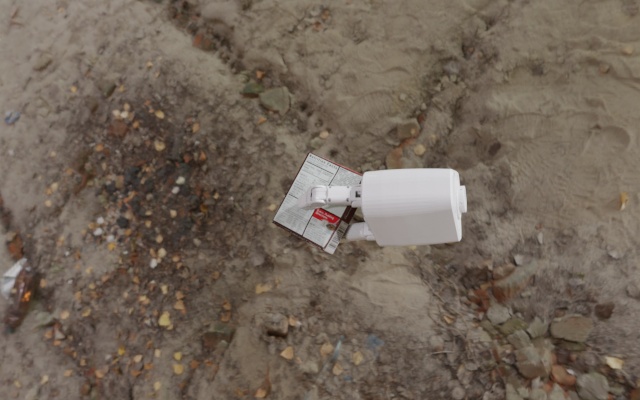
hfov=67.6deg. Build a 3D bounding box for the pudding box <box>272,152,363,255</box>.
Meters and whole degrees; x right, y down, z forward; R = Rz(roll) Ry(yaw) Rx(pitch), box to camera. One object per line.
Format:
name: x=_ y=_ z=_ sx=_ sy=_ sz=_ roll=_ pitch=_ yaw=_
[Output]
pudding box: x=0.000 y=0.002 z=0.643 sx=0.090 sy=0.113 sz=0.039 roll=27 pitch=-6 yaw=23
